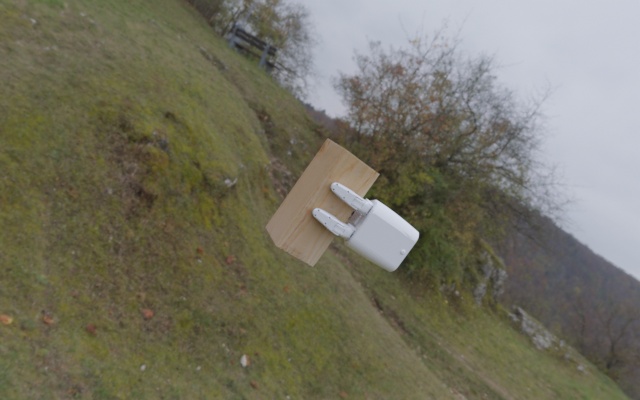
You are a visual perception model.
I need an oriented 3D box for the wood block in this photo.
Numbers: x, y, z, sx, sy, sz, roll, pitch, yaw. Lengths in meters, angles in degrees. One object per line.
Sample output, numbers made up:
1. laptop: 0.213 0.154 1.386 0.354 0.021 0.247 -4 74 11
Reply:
1. wood block: 0.000 0.003 0.875 0.090 0.206 0.090 33 6 -26
